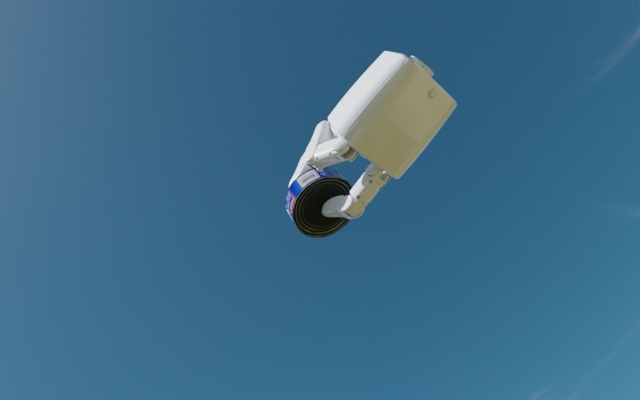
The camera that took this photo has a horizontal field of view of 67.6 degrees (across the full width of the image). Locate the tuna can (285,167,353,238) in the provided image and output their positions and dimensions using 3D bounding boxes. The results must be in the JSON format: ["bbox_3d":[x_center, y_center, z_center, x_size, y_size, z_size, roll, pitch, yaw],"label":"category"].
[{"bbox_3d":[0.000,0.002,0.600,0.086,0.086,0.033,0,28,-25],"label":"tuna can"}]
